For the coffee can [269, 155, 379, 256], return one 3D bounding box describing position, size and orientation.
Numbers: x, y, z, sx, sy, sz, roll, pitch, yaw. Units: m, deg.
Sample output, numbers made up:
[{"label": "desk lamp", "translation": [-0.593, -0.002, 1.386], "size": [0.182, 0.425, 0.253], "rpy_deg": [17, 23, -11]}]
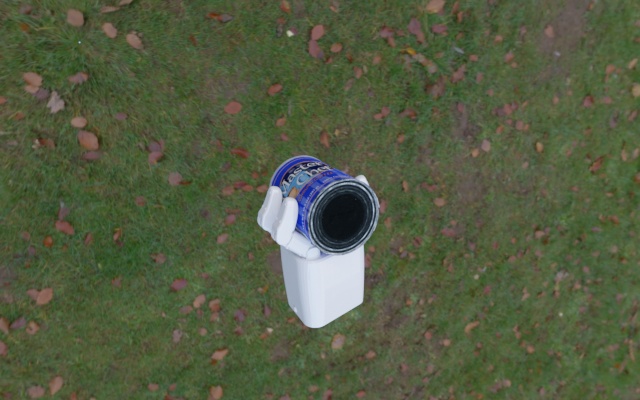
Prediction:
[{"label": "coffee can", "translation": [0.000, 0.002, 0.658], "size": [0.103, 0.103, 0.140], "rpy_deg": [0, 17, -27]}]
